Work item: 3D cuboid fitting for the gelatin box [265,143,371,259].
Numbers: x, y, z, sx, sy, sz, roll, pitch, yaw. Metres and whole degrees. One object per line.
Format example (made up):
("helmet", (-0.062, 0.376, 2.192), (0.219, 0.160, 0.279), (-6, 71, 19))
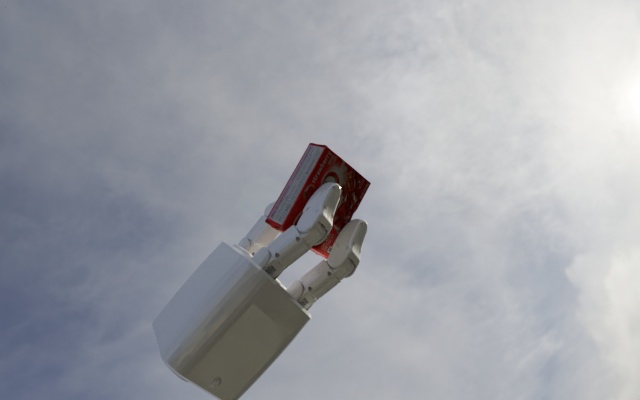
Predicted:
("gelatin box", (0.000, 0.001, 0.457), (0.073, 0.089, 0.030), (35, -10, -40))
